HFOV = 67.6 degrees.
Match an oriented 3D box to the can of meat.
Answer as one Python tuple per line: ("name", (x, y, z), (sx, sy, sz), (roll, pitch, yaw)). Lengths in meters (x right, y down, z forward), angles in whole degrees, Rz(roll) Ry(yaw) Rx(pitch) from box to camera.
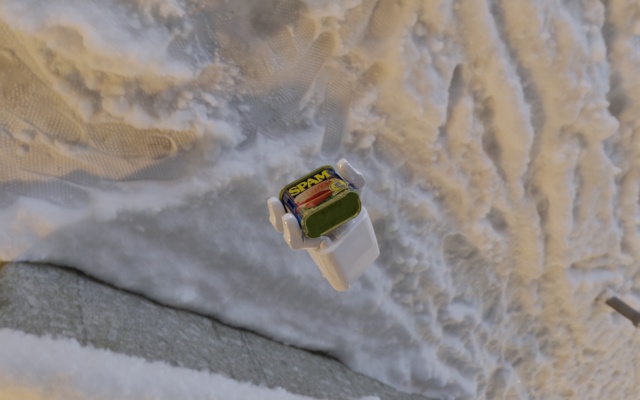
("can of meat", (0.000, 0.002, 0.724), (0.102, 0.057, 0.084), (-29, 40, -12))
